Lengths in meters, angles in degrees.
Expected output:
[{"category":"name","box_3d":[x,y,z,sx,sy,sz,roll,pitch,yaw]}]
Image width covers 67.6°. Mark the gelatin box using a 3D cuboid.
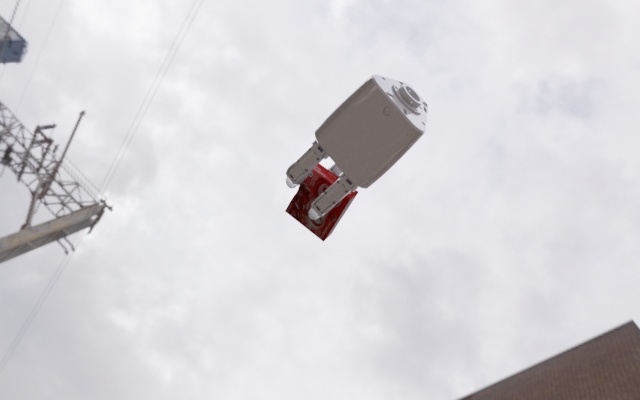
[{"category":"gelatin box","box_3d":[0.000,0.002,0.672,0.073,0.089,0.030,38,34,10]}]
